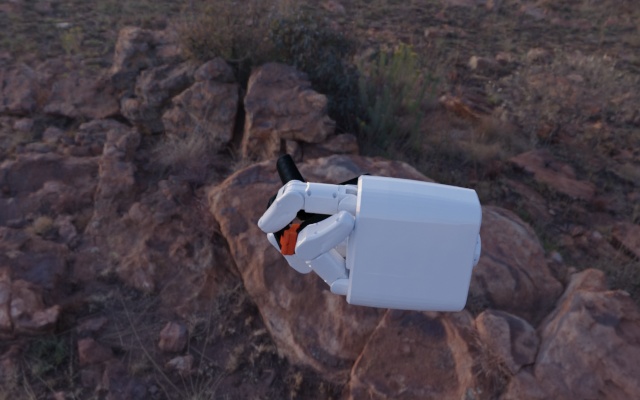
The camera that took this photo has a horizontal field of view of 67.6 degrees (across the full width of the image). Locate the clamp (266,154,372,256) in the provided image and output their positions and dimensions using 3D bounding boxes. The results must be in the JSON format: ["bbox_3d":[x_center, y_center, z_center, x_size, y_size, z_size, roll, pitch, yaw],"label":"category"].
[{"bbox_3d":[0.000,0.001,0.515,0.120,0.039,0.171,5,34,3],"label":"clamp"}]
